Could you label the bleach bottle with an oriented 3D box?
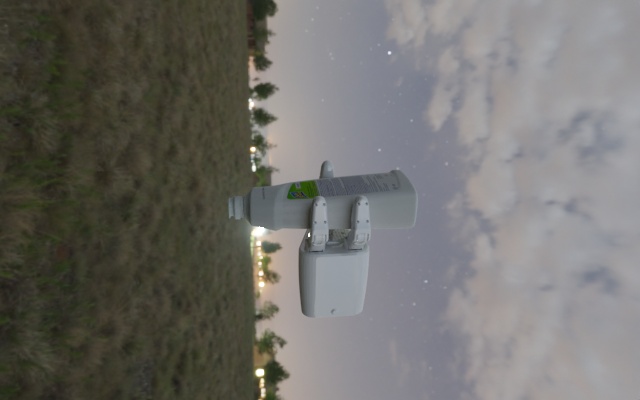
[{"bbox_3d":[0.000,0.002,0.665,0.251,0.068,0.102,-2,23,-8],"label":"bleach bottle"}]
